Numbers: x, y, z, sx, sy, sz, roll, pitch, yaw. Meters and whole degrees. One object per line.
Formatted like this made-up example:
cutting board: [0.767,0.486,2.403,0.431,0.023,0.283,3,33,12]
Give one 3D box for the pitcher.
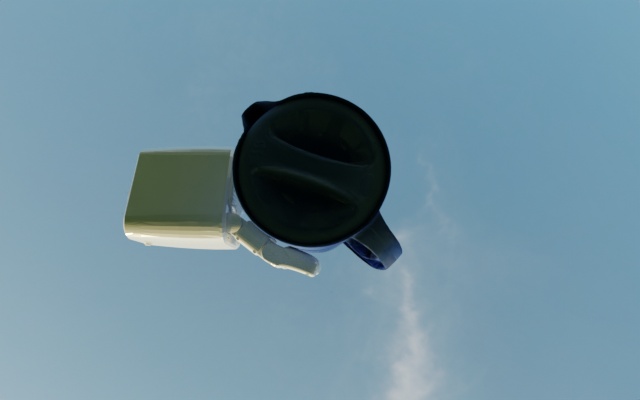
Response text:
pitcher: [0.000,0.002,0.506,0.145,0.149,0.243,0,-11,1]
